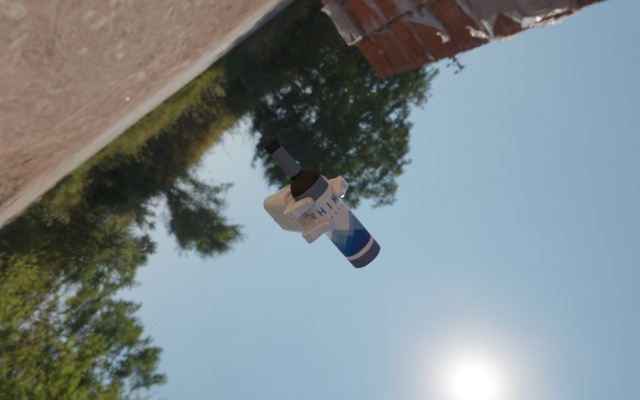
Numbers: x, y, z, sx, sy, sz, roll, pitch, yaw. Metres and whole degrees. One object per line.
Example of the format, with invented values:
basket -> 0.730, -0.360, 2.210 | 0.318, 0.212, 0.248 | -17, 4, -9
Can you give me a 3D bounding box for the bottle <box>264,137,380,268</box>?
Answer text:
bottle -> 0.000, 0.003, 0.891 | 0.069, 0.296, 0.069 | -36, 19, 14
